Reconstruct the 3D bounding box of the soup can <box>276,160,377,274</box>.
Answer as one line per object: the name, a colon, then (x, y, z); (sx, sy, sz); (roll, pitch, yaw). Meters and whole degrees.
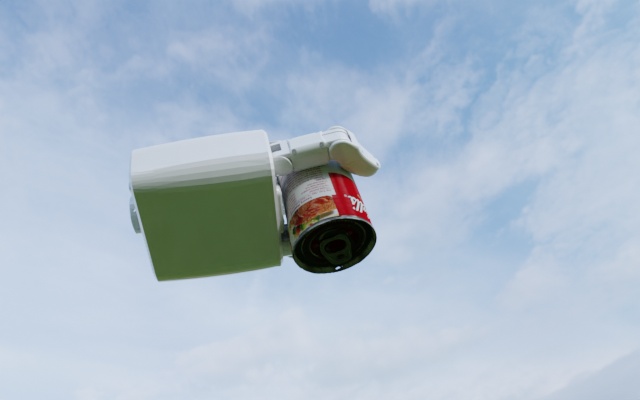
soup can: (0.000, 0.001, 0.405); (0.068, 0.102, 0.069); (-10, -43, -9)
